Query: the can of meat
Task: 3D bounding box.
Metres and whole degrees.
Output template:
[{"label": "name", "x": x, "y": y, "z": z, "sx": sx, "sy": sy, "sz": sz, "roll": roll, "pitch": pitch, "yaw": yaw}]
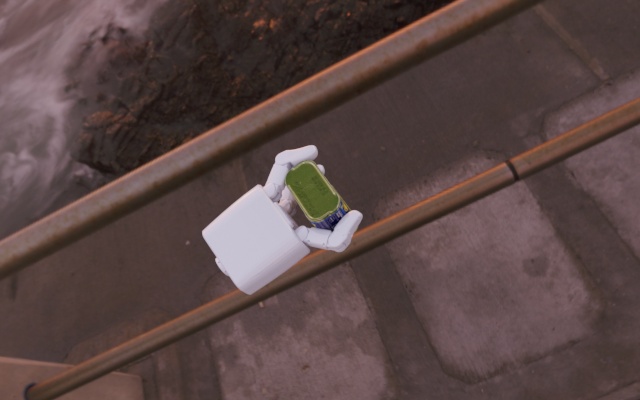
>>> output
[{"label": "can of meat", "x": 0.000, "y": 0.002, "z": 0.673, "sx": 0.057, "sy": 0.102, "sz": 0.084, "roll": -36, "pitch": -32, "yaw": 1}]
